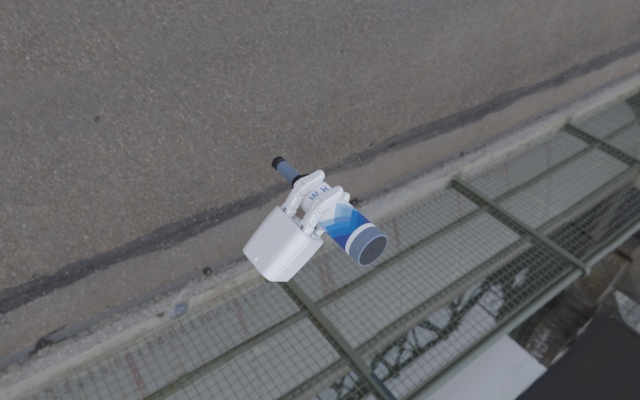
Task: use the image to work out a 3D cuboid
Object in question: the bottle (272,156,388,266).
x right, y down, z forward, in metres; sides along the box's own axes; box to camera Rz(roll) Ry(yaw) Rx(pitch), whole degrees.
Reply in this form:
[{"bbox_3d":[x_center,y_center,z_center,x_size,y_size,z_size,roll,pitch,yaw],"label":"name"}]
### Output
[{"bbox_3d":[0.000,0.003,0.884,0.069,0.069,0.295,0,34,-46],"label":"bottle"}]
